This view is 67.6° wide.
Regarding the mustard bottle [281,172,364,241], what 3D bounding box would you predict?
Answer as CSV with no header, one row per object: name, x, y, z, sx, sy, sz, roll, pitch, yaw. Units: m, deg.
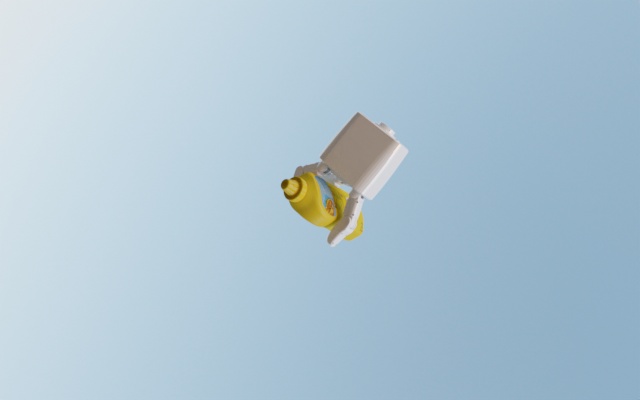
mustard bottle,0.000,0.003,0.818,0.058,0.096,0.192,-31,-34,24
